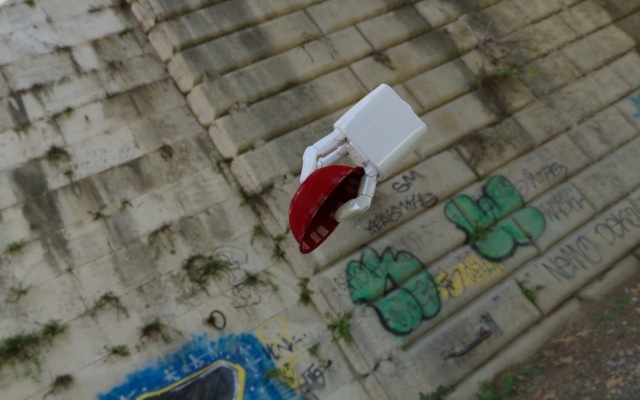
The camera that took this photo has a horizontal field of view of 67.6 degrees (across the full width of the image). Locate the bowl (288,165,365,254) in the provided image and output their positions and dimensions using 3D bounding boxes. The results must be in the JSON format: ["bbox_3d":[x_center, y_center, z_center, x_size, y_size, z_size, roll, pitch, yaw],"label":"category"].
[{"bbox_3d":[-0.001,0.003,0.735,0.055,0.162,0.162,35,11,16],"label":"bowl"}]
